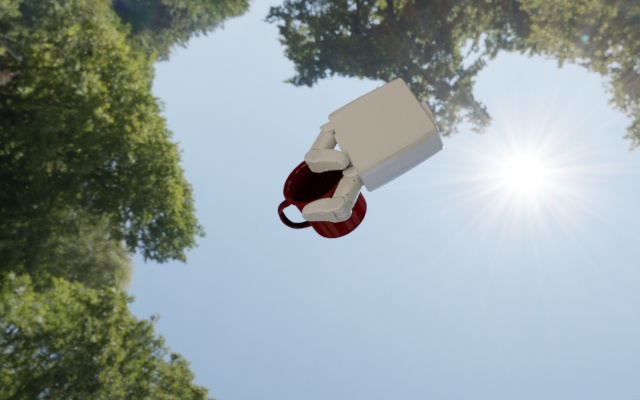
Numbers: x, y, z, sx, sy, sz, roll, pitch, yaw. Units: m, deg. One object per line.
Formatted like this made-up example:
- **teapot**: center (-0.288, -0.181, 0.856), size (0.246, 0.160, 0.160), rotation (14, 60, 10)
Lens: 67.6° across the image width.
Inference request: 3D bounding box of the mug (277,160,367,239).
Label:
- **mug**: center (-0.001, 0.003, 0.632), size (0.117, 0.081, 0.093), rotation (-29, 39, 8)
